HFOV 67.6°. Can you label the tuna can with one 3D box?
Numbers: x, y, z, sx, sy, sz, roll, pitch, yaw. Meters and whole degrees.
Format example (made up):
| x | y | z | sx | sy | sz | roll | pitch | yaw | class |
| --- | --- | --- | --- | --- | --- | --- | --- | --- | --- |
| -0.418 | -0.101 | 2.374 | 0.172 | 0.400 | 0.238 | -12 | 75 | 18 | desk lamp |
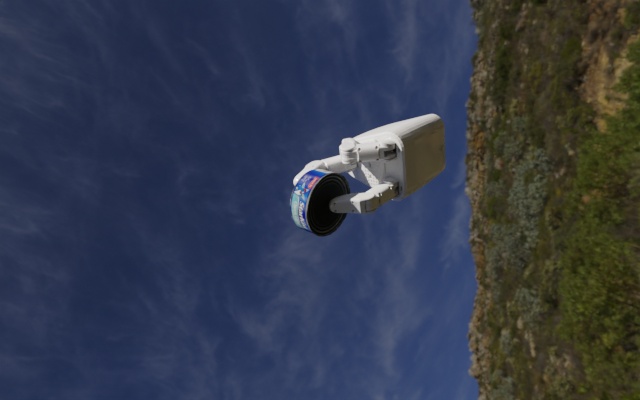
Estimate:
| x | y | z | sx | sy | sz | roll | pitch | yaw | class |
| --- | --- | --- | --- | --- | --- | --- | --- | --- | --- |
| 0.000 | 0.002 | 0.629 | 0.033 | 0.086 | 0.086 | 18 | 12 | 39 | tuna can |
